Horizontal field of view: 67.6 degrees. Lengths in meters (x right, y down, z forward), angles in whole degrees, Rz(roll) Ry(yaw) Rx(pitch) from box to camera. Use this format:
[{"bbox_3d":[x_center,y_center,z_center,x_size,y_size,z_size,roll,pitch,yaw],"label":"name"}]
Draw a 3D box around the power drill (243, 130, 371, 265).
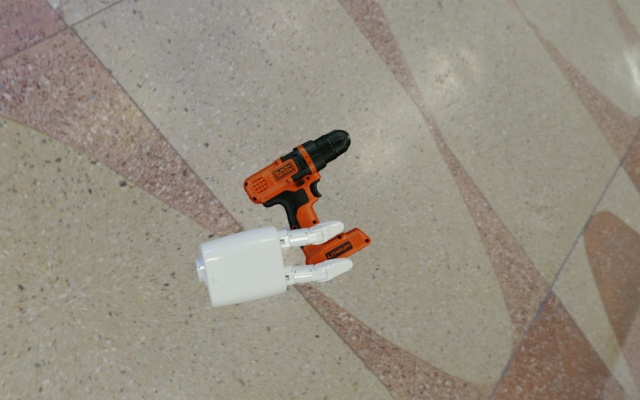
[{"bbox_3d":[0.000,0.003,0.740,0.184,0.187,0.057,-30,-4,-3],"label":"power drill"}]
